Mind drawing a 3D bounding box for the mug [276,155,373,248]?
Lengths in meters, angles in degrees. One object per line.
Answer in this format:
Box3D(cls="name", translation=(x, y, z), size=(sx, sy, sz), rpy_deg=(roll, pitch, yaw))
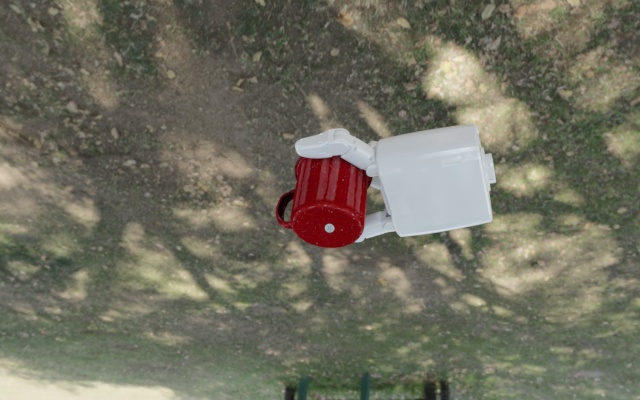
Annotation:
Box3D(cls="mug", translation=(-0.001, 0.002, 0.544), size=(0.117, 0.081, 0.093), rpy_deg=(-12, -44, 22))
